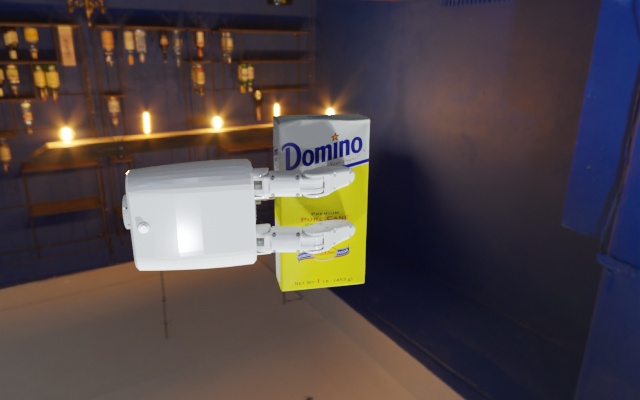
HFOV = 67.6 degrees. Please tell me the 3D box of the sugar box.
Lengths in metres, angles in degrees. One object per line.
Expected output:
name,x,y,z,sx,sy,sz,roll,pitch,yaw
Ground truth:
sugar box,0.000,0.002,0.492,0.093,0.176,0.048,-4,19,-13
